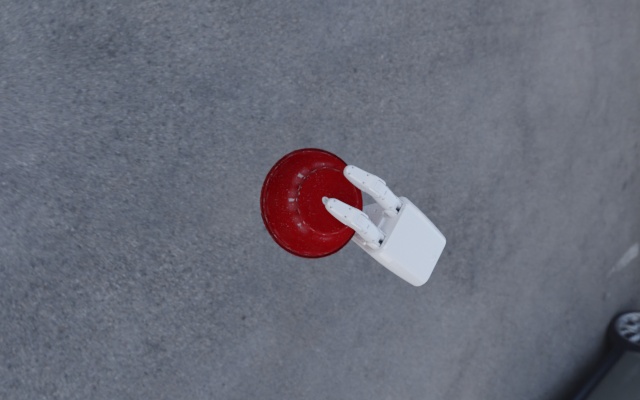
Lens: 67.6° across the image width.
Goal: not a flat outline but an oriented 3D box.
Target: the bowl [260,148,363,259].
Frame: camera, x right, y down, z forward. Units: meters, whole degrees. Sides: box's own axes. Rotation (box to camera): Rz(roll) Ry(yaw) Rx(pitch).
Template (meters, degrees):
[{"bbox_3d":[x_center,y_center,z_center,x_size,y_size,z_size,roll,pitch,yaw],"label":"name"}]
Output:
[{"bbox_3d":[-0.001,0.002,0.669,0.162,0.162,0.055,0,-3,-23],"label":"bowl"}]
